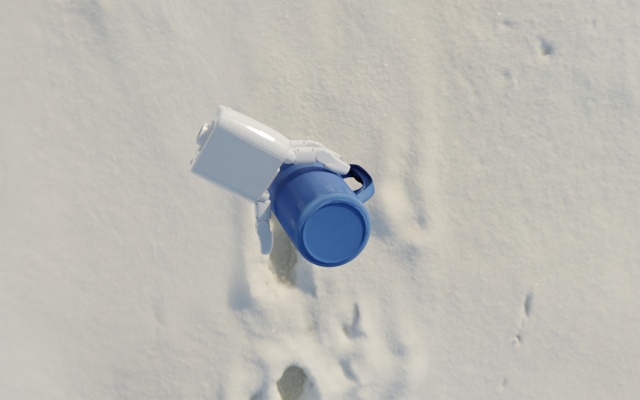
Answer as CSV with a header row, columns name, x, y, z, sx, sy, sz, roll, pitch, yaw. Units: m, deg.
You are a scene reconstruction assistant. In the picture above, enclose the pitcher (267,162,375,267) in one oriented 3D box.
name,x,y,z,sx,sy,sz,roll,pitch,yaw
pitcher,0.000,0.002,0.738,0.145,0.149,0.242,26,9,-21
